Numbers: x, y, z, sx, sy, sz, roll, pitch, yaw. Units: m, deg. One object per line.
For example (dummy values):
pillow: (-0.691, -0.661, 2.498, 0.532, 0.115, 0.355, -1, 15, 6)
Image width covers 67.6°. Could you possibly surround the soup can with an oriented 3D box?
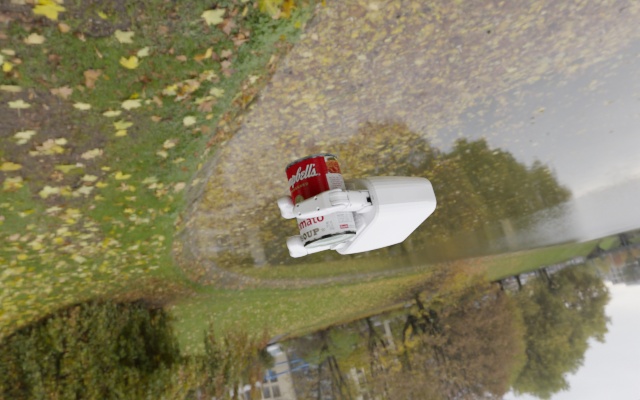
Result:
soup can: (0.000, 0.002, 0.586, 0.068, 0.102, 0.068, -13, -13, -3)
